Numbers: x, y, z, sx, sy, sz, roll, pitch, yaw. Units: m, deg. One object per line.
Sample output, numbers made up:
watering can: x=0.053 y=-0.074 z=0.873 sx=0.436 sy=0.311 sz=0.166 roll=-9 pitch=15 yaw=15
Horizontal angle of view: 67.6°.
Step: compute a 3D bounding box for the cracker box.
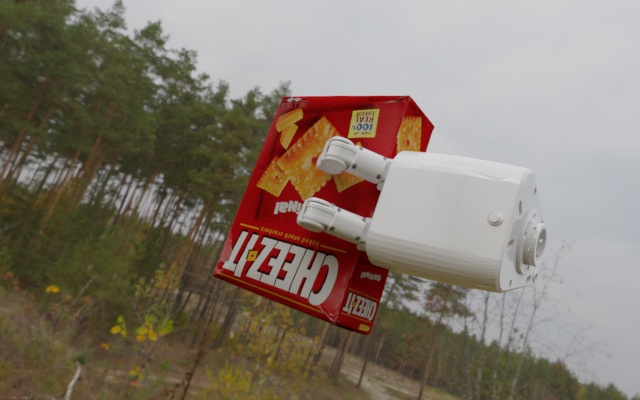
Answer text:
cracker box: x=0.000 y=0.001 z=0.478 sx=0.164 sy=0.213 sz=0.072 roll=11 pitch=-14 yaw=39
